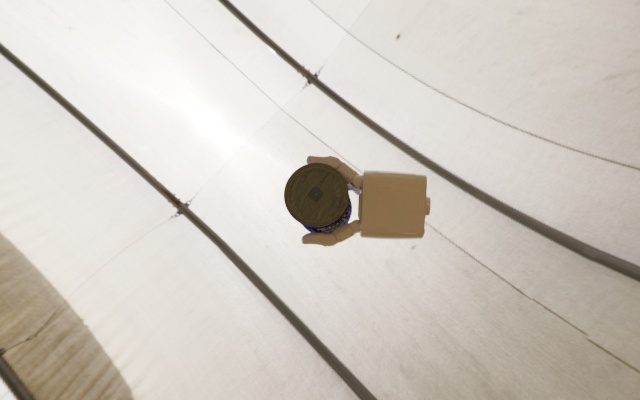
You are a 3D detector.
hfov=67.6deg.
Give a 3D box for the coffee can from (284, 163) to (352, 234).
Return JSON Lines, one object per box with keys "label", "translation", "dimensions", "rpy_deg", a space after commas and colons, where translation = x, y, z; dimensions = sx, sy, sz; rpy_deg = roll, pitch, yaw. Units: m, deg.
{"label": "coffee can", "translation": [0.000, 0.003, 0.813], "dimensions": [0.103, 0.102, 0.140], "rpy_deg": [0, -10, 6]}
